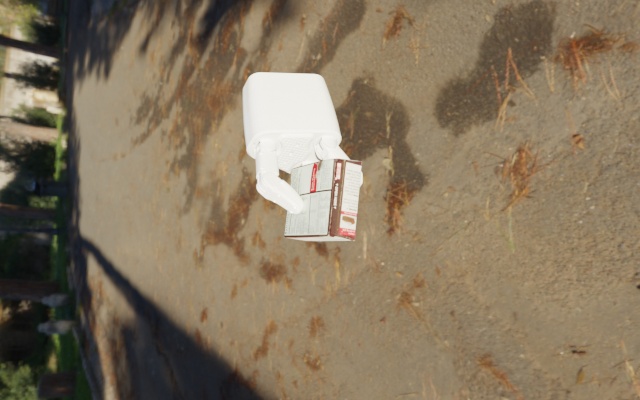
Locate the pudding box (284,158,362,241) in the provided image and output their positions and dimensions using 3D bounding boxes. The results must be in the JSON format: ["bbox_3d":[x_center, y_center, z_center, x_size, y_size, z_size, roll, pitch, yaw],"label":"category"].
[{"bbox_3d":[0.000,0.002,0.559,0.039,0.090,0.113,9,-8,-28],"label":"pudding box"}]
